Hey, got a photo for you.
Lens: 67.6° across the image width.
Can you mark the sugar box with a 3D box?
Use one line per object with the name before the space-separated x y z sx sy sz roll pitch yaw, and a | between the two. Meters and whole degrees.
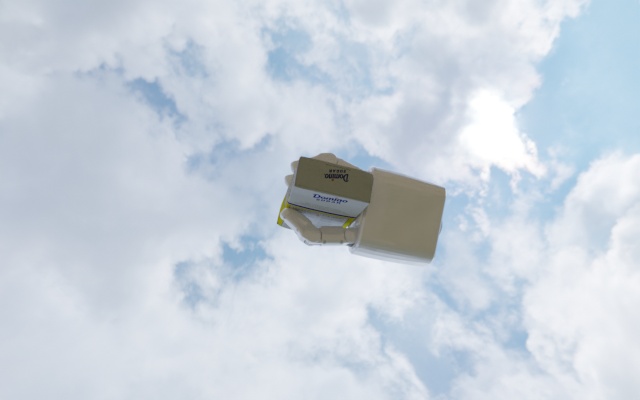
sugar box | 0.000 0.002 0.628 0.093 0.048 0.176 13 -22 -8
